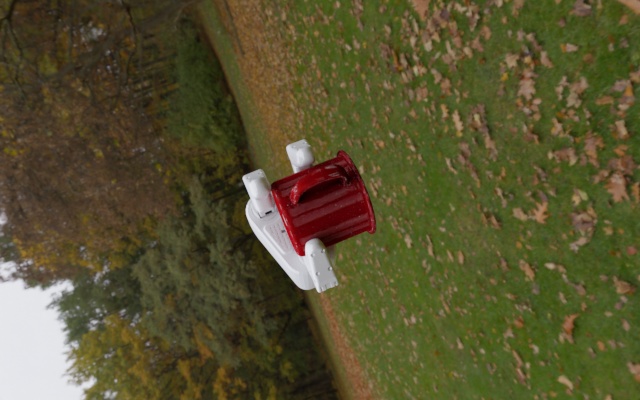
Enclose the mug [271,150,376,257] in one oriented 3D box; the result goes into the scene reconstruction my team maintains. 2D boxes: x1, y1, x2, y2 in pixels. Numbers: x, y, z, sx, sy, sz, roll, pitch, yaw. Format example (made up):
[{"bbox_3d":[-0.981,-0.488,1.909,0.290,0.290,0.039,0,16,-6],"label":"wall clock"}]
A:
[{"bbox_3d":[0.000,0.001,0.473,0.081,0.093,0.117,-22,-20,-8],"label":"mug"}]
